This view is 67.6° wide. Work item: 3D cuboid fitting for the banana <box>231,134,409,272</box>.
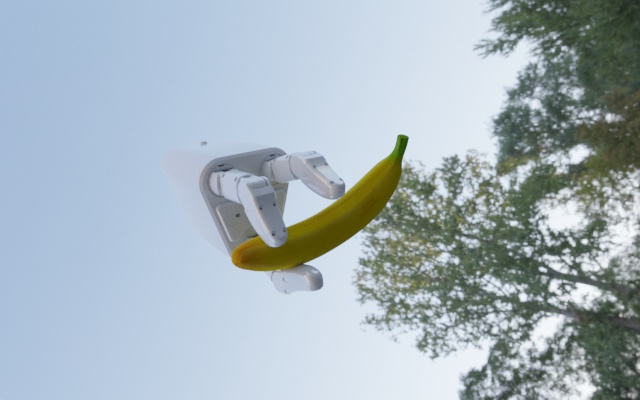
[{"bbox_3d":[0.008,0.014,0.438,0.197,0.070,0.037,-37,39,-20],"label":"banana"}]
